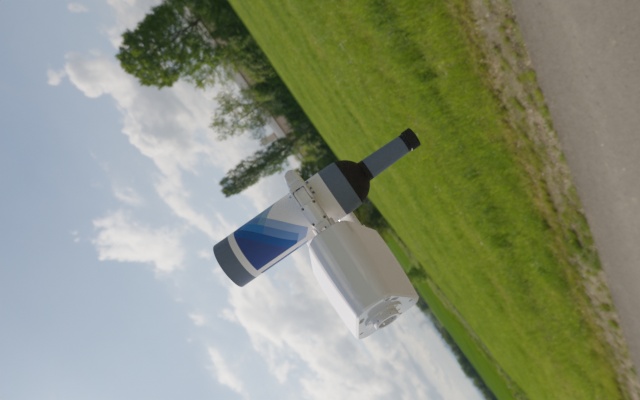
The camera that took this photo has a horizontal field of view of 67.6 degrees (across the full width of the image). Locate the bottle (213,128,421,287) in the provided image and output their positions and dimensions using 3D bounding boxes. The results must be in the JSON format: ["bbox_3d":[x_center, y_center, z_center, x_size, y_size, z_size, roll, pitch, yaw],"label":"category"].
[{"bbox_3d":[0.000,0.002,0.618,0.296,0.069,0.069,-35,-2,3],"label":"bottle"}]
